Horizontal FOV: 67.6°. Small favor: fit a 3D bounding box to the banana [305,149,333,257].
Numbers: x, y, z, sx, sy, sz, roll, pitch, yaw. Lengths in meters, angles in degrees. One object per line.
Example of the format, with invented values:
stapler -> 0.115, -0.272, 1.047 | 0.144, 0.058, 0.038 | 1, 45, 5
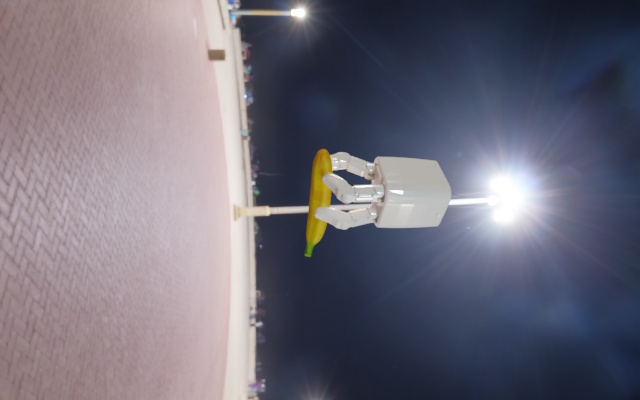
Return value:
banana -> 0.000, -0.003, 0.807 | 0.037, 0.198, 0.069 | 5, 27, -3
